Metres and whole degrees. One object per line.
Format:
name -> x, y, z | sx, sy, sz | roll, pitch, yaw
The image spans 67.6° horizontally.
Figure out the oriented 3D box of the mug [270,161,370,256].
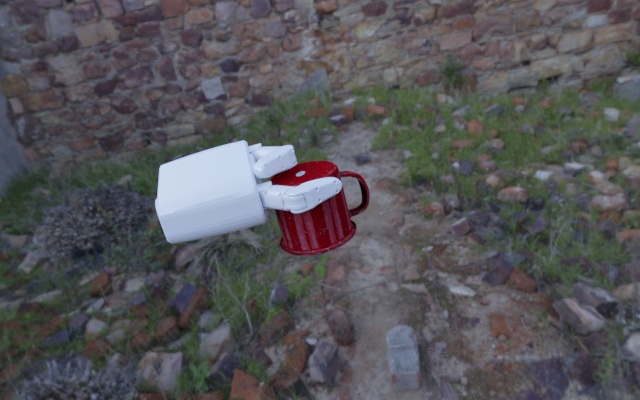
mug -> 0.001, 0.001, 0.550 | 0.117, 0.081, 0.093 | -16, 22, -6
